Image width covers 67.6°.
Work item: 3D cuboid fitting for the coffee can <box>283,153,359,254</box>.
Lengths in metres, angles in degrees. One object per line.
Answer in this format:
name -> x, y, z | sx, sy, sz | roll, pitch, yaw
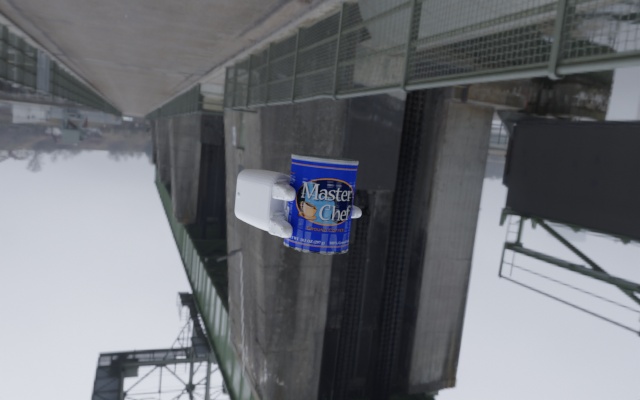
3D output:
coffee can -> 0.000, 0.002, 0.736 | 0.103, 0.140, 0.103 | 6, 7, -1
